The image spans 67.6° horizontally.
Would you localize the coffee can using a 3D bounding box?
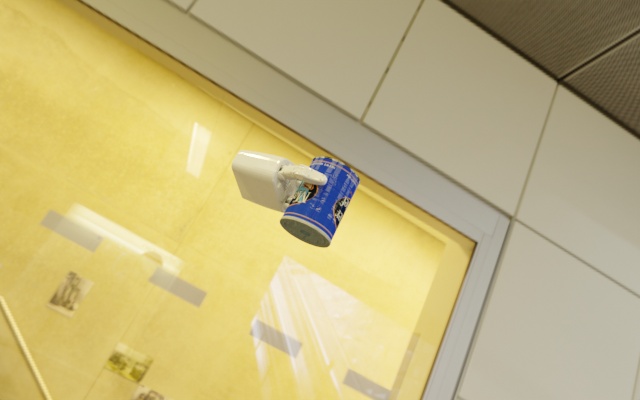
[{"bbox_3d":[0.000,0.003,0.894,0.103,0.140,0.103,23,-22,10],"label":"coffee can"}]
